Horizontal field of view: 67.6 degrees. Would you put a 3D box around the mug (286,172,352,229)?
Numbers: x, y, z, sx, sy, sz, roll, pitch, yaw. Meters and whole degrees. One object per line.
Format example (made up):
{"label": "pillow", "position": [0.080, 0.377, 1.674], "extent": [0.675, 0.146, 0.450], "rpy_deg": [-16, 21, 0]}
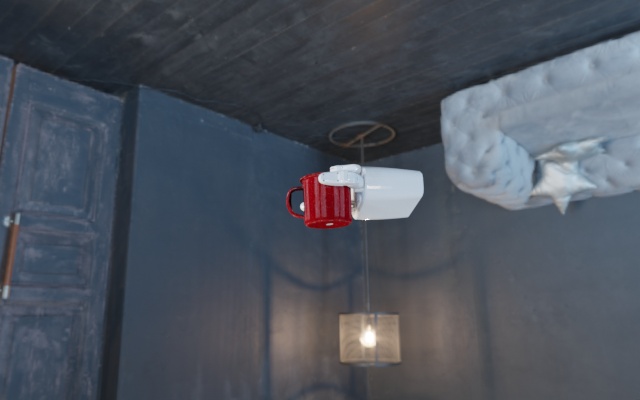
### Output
{"label": "mug", "position": [-0.001, 0.003, 0.820], "extent": [0.117, 0.081, 0.093], "rpy_deg": [-1, -13, -7]}
